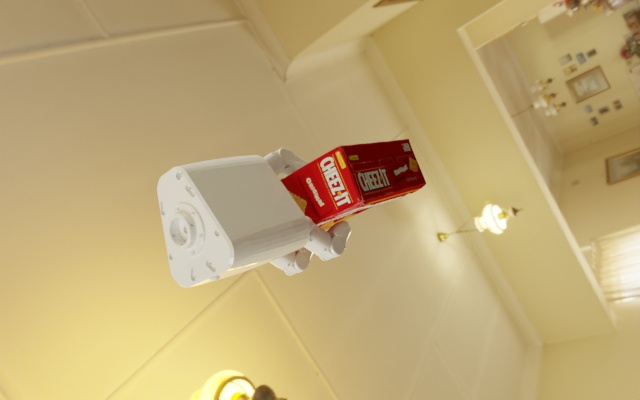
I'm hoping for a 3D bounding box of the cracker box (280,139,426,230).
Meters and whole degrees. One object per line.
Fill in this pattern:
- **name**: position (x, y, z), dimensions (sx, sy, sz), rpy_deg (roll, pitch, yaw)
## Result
- **cracker box**: position (0.000, 0.002, 0.592), dimensions (0.214, 0.072, 0.164), rpy_deg (-26, -6, 36)
